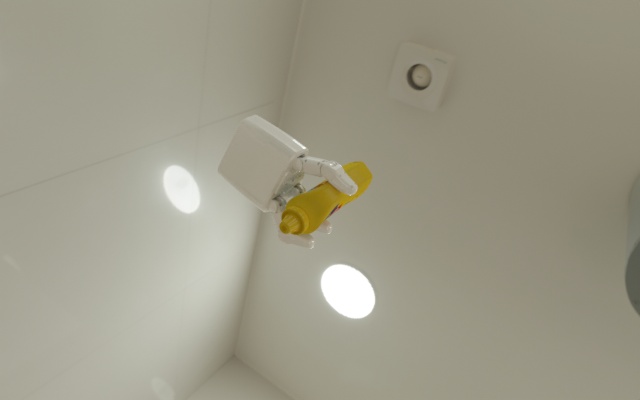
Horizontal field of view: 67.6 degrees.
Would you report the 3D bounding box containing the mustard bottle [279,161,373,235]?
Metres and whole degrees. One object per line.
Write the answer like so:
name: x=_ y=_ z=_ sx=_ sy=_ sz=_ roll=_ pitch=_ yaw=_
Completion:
mustard bottle: x=0.000 y=0.003 z=0.725 sx=0.096 sy=0.058 sz=0.191 roll=-34 pitch=0 yaw=40
